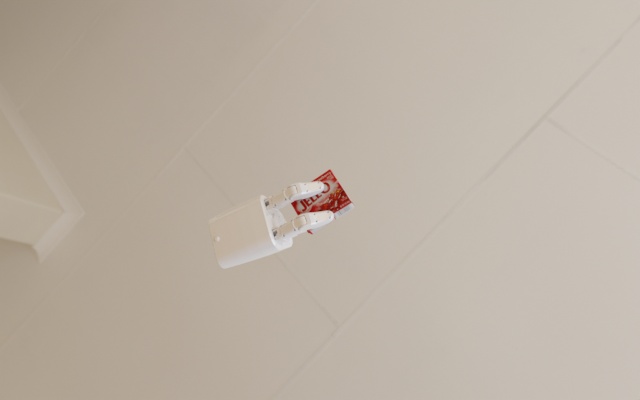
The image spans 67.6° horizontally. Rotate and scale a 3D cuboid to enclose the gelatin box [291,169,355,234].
[{"bbox_3d":[0.001,0.003,0.798,0.089,0.073,0.030,-33,-24,2],"label":"gelatin box"}]
